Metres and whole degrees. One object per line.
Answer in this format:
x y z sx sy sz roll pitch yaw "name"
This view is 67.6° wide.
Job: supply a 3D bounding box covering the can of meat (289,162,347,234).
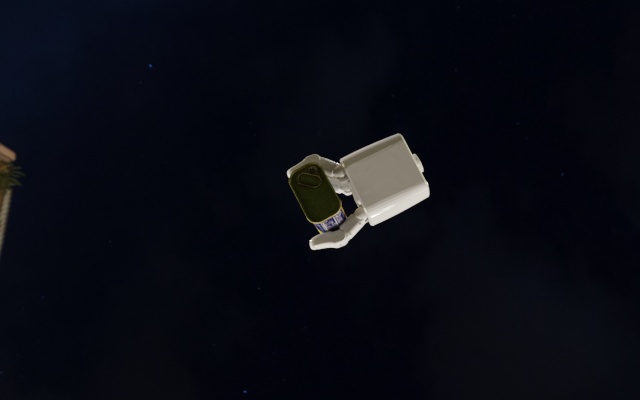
0.000 0.003 0.766 0.057 0.102 0.084 -29 -27 1 "can of meat"
